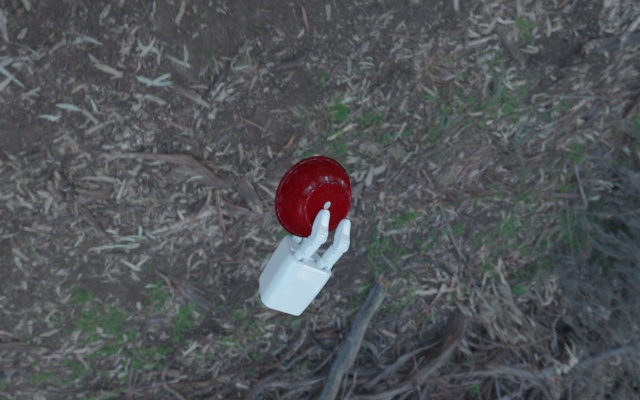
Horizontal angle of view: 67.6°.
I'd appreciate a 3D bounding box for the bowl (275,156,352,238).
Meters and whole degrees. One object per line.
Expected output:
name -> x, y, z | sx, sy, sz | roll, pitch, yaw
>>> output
bowl -> 0.001, 0.002, 0.872 | 0.162, 0.162, 0.055 | 0, 18, -30
